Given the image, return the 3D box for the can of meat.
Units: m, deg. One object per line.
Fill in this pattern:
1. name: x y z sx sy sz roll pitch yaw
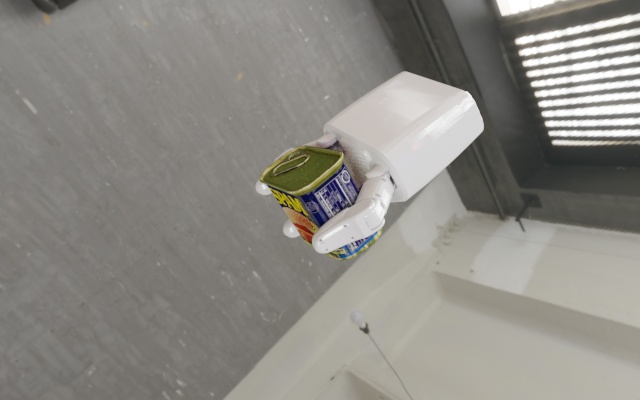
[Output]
1. can of meat: 0.000 0.002 0.439 0.057 0.084 0.102 -40 25 -16
